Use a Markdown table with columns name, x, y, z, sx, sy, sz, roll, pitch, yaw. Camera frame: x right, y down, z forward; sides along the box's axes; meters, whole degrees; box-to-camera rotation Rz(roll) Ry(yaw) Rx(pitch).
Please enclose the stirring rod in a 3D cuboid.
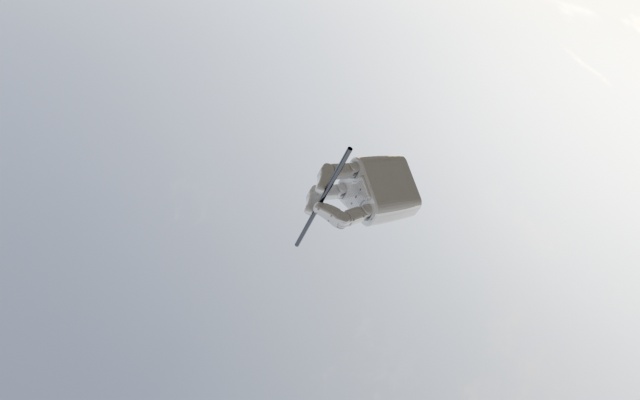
| name | x | y | z | sx | sy | sz | roll | pitch | yaw |
| --- | --- | --- | --- | --- | --- | --- | --- | --- | --- |
| stirring rod | 0.000 | 0.002 | 0.756 | 0.011 | 0.011 | 0.240 | 0 | -39 | -27 |
